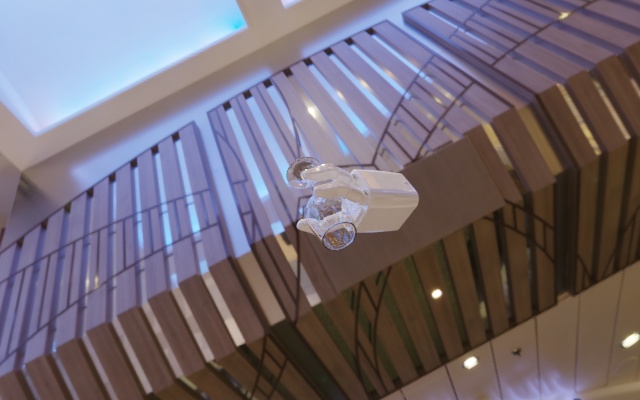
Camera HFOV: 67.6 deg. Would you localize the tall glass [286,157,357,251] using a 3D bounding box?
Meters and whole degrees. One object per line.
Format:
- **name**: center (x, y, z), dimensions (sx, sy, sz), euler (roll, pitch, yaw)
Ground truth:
- **tall glass**: center (0.000, 0.002, 0.869), dimensions (0.079, 0.079, 0.201), euler (0, 35, -23)
